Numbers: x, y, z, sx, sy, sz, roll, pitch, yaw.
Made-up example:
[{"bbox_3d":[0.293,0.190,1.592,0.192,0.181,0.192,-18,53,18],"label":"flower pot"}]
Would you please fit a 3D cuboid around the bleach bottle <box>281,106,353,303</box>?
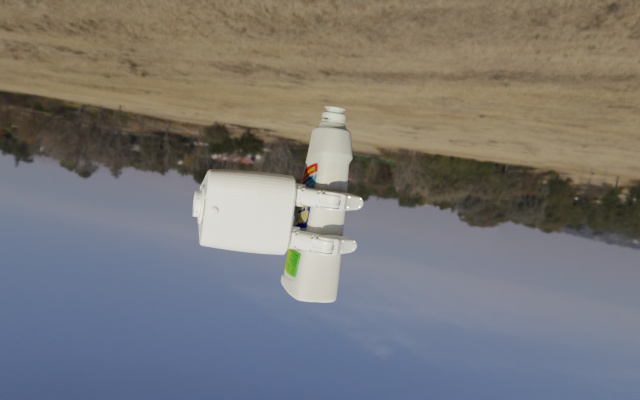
[{"bbox_3d":[0.000,0.002,0.642,0.068,0.251,0.102,6,5,-17],"label":"bleach bottle"}]
